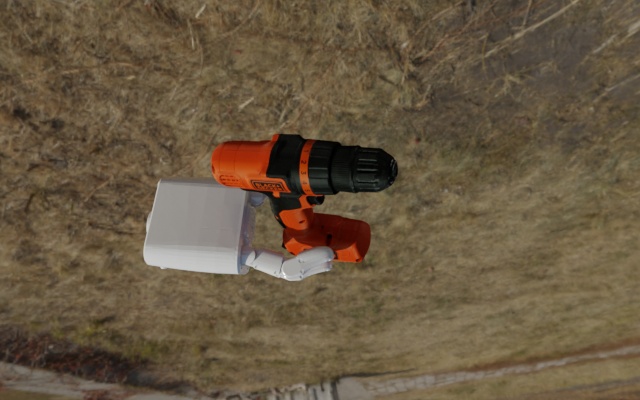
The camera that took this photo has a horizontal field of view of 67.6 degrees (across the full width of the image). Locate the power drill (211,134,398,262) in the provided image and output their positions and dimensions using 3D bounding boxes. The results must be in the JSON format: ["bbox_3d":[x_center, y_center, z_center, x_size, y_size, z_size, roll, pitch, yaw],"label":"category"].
[{"bbox_3d":[0.000,0.002,0.506,0.184,0.057,0.188,6,-30,22],"label":"power drill"}]
